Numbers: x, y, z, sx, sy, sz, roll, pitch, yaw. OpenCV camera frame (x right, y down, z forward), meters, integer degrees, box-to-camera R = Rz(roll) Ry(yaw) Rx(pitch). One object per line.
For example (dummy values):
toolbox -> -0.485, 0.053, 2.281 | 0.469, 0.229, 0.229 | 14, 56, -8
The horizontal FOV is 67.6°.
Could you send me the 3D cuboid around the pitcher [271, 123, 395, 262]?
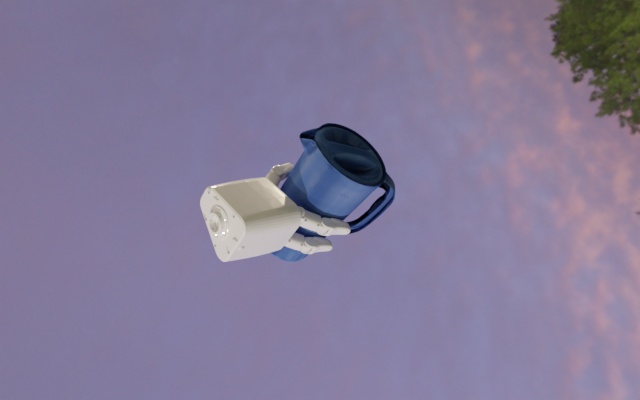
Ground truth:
pitcher -> 0.000, 0.003, 0.814 | 0.145, 0.149, 0.243 | -12, -30, -46
